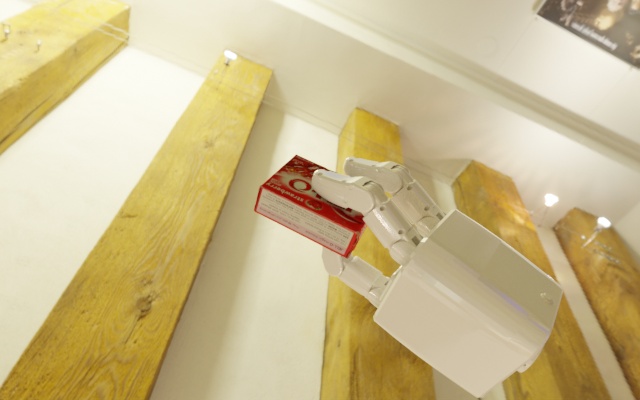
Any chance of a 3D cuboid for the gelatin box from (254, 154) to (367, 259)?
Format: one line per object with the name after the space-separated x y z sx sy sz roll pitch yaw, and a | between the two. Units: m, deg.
0.000 0.002 0.406 0.089 0.030 0.073 26 32 9 | gelatin box
